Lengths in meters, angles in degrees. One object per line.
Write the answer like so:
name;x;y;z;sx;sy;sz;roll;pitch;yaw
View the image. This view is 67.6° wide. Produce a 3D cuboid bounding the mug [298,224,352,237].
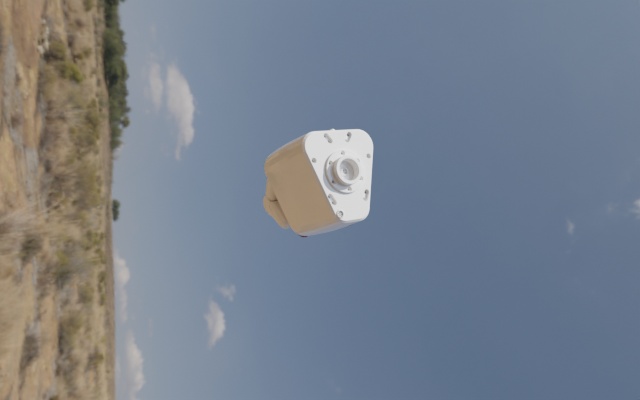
mug;0.000;0.003;0.691;0.081;0.093;0.117;-8;-6;-28
